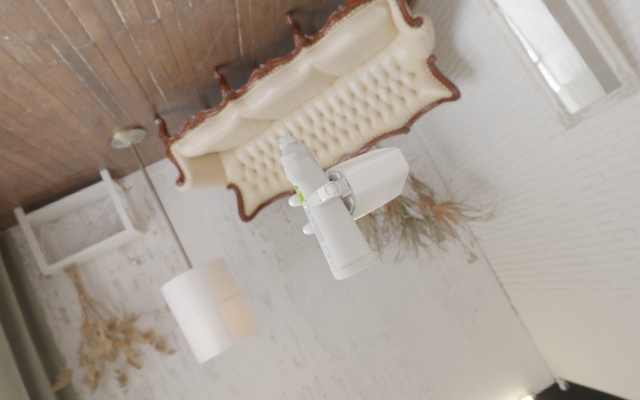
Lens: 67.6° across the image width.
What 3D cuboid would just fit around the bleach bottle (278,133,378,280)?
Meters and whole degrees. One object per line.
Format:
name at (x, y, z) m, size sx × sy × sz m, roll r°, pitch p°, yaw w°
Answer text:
bleach bottle at (0.000, 0.003, 0.777) m, size 0.068 × 0.251 × 0.102 m, roll -26°, pitch -7°, yaw -14°
